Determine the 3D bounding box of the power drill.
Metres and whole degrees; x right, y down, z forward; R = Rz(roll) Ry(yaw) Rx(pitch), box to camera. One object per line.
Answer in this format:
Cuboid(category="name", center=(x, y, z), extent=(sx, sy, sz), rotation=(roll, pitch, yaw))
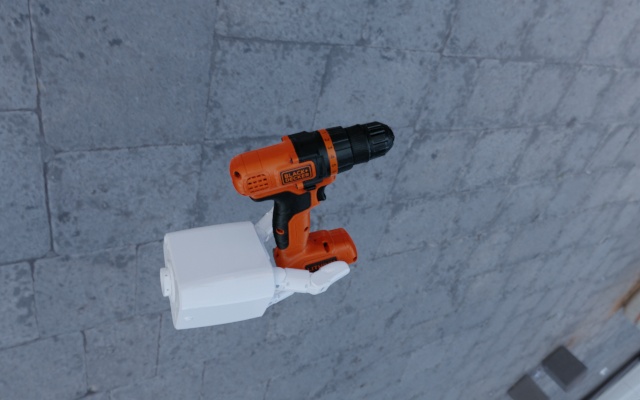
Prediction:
Cuboid(category="power drill", center=(0.000, 0.002, 0.563), extent=(0.184, 0.188, 0.057), rotation=(-15, 40, -8))
